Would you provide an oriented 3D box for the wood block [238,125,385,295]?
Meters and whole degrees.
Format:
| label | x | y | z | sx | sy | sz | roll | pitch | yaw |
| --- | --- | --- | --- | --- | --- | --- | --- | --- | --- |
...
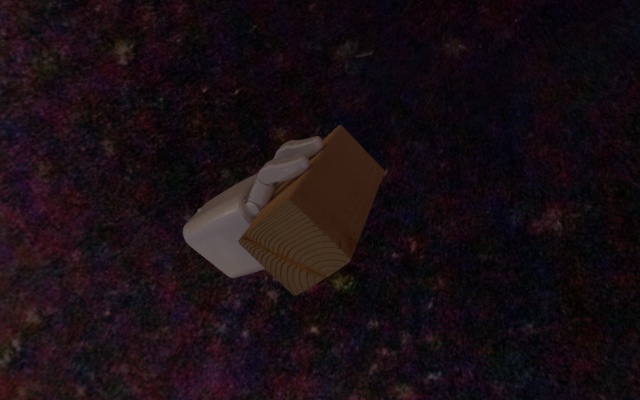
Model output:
| label | x | y | z | sx | sy | sz | roll | pitch | yaw |
| --- | --- | --- | --- | --- | --- | --- | --- | --- | --- |
| wood block | 0.000 | 0.002 | 0.572 | 0.090 | 0.091 | 0.206 | -38 | 12 | 32 |
